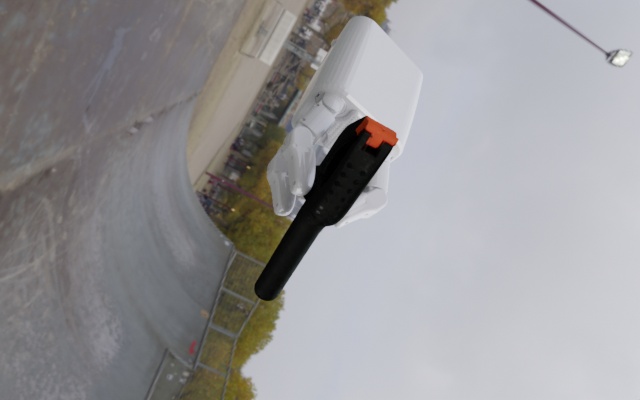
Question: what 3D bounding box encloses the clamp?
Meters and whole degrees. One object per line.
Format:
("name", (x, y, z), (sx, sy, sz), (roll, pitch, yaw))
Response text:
("clamp", (0.001, 0.001, 0.426), (0.036, 0.164, 0.210), (27, -27, -12))
